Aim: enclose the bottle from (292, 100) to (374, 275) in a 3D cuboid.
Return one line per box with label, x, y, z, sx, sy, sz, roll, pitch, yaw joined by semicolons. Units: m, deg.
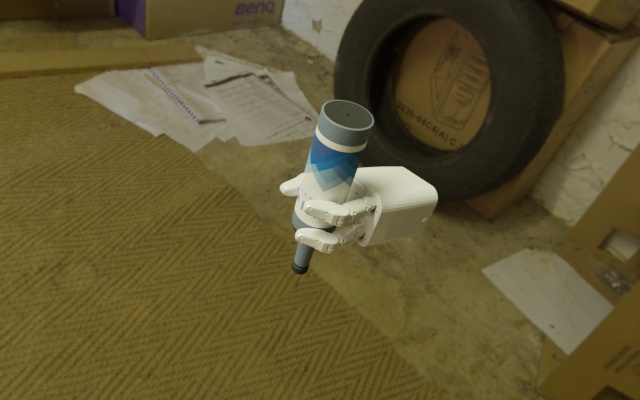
bottle;0.000;0.002;0.677;0.069;0.296;0.069;10;41;-9
